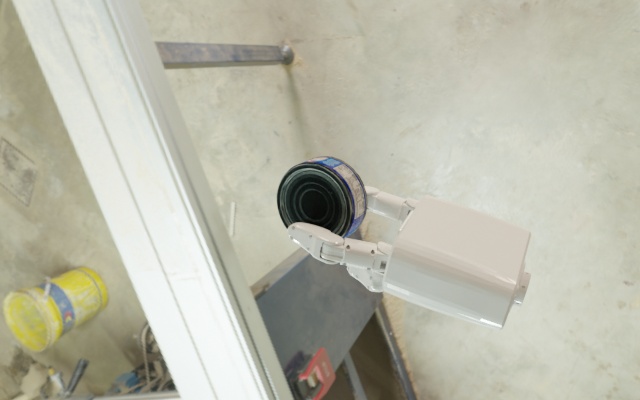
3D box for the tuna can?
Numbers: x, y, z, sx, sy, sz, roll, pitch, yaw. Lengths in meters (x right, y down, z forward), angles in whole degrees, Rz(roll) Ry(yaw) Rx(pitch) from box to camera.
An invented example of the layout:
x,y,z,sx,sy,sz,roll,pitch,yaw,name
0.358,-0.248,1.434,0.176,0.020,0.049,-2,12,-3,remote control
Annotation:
x,y,z,sx,sy,sz,roll,pitch,yaw,name
0.000,0.002,0.465,0.086,0.086,0.033,0,14,30,tuna can
